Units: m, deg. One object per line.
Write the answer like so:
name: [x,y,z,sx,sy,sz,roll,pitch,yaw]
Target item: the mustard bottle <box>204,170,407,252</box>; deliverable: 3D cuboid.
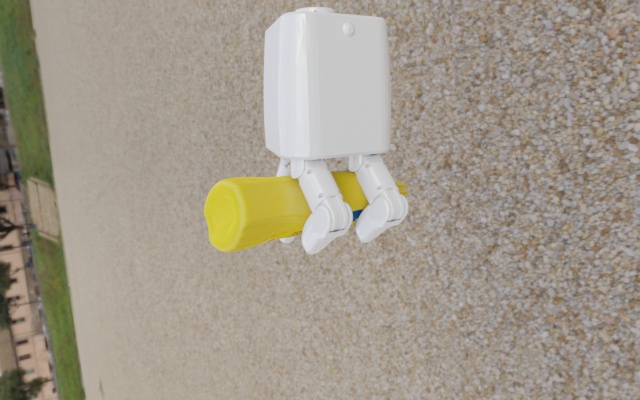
mustard bottle: [0.000,0.002,0.432,0.191,0.058,0.096,-8,-11,-30]
